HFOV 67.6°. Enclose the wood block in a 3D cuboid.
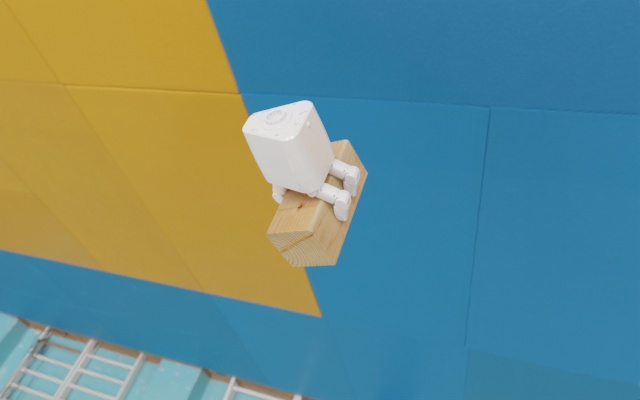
[{"bbox_3d":[0.000,0.003,0.816,0.091,0.206,0.090,-7,-47,34],"label":"wood block"}]
